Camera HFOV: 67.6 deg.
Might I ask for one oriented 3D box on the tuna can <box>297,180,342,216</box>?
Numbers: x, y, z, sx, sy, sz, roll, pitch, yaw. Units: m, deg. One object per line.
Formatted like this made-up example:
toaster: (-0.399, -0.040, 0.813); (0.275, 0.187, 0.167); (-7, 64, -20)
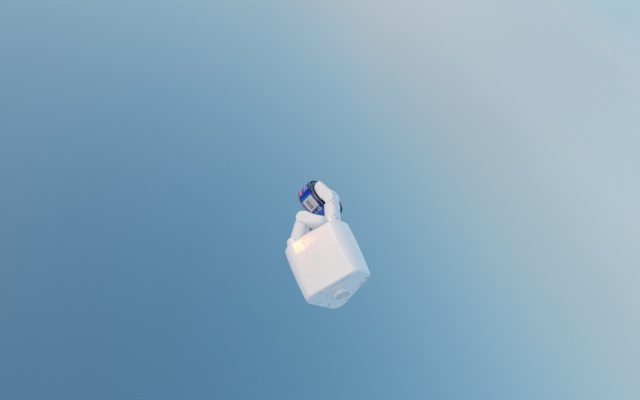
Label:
tuna can: (0.000, 0.002, 0.897); (0.034, 0.086, 0.086); (-46, -20, 21)
